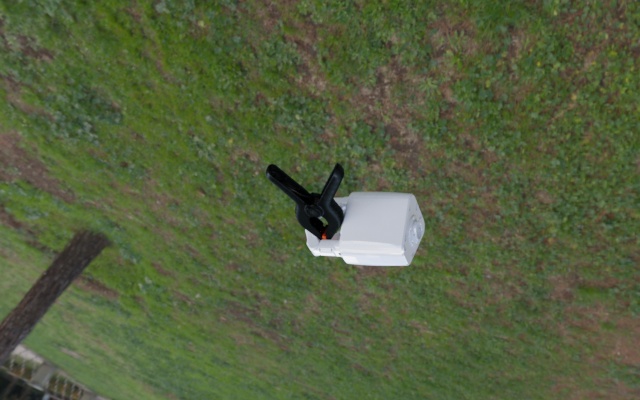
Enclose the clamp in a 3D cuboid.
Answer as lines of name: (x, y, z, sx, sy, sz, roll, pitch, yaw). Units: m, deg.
clamp: (0.000, 0.003, 0.744, 0.120, 0.039, 0.172, -1, -40, 29)
